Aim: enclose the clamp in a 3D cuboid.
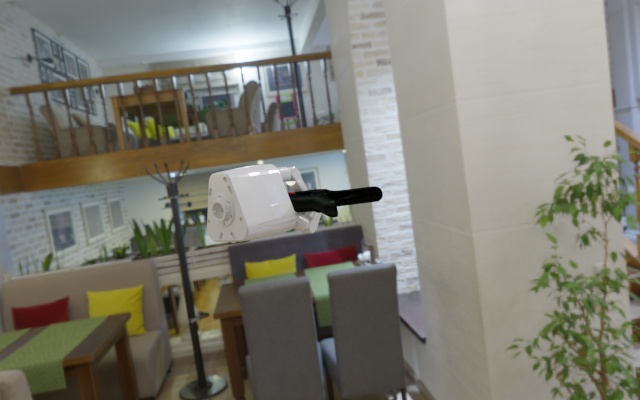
[{"bbox_3d":[0.000,0.002,0.764,0.171,0.039,0.120,-5,5,37],"label":"clamp"}]
